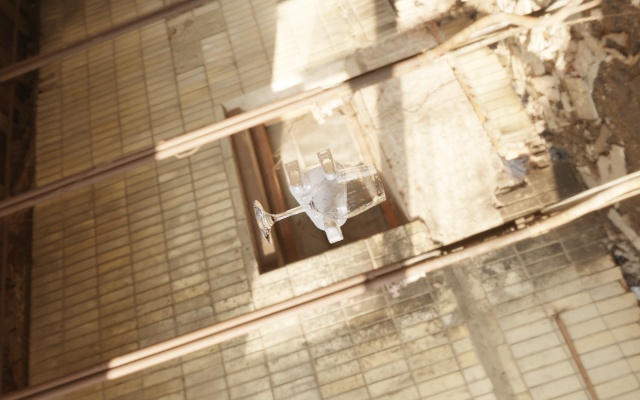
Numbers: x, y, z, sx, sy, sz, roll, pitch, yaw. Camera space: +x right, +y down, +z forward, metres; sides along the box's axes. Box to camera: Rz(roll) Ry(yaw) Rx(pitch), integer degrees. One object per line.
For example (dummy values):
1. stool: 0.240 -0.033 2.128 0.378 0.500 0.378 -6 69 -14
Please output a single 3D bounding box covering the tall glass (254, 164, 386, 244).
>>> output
1. tall glass: -0.001 0.003 0.766 0.201 0.079 0.079 -19 -2 4
